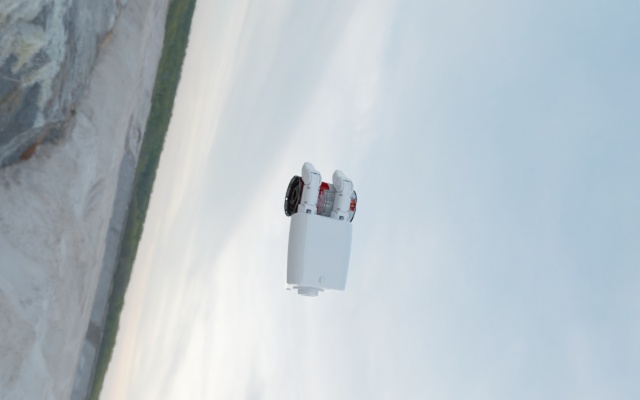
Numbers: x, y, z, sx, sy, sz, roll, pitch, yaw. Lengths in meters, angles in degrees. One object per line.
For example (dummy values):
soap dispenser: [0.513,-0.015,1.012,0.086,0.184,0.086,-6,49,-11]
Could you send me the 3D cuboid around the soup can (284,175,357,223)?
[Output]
soup can: [0.000,0.002,0.774,0.102,0.068,0.068,12,-5,-21]
